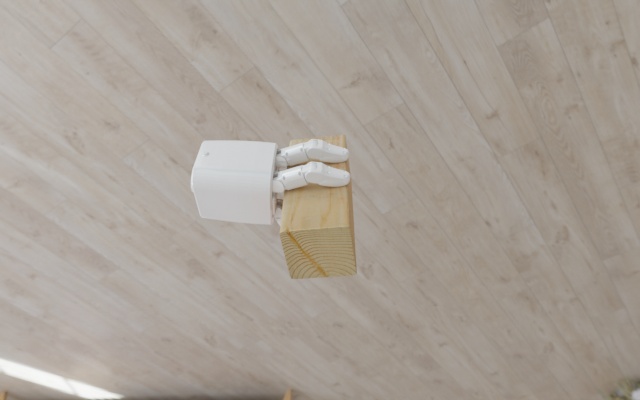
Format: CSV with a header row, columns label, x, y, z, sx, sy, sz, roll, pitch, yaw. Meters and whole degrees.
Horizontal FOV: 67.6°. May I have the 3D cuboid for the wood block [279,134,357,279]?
label,x,y,z,sx,sy,sz,roll,pitch,yaw
wood block,0.000,0.003,0.681,0.090,0.091,0.206,-5,40,5
